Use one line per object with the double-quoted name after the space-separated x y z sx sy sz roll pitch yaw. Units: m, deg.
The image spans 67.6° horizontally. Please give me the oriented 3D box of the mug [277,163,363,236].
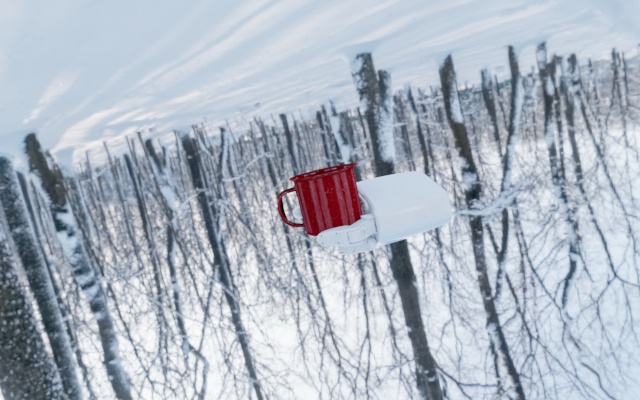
-0.001 0.003 0.646 0.117 0.081 0.093 -14 8 -7 "mug"
